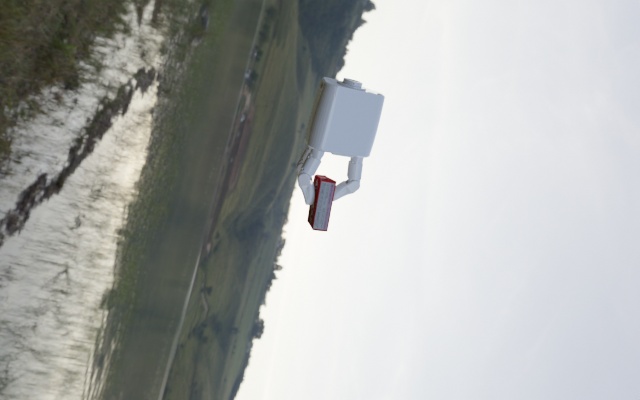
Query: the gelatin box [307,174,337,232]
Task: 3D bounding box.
[{"bbox_3d":[0.001,0.003,0.822,0.030,0.089,0.073,8,7,-10],"label":"gelatin box"}]
